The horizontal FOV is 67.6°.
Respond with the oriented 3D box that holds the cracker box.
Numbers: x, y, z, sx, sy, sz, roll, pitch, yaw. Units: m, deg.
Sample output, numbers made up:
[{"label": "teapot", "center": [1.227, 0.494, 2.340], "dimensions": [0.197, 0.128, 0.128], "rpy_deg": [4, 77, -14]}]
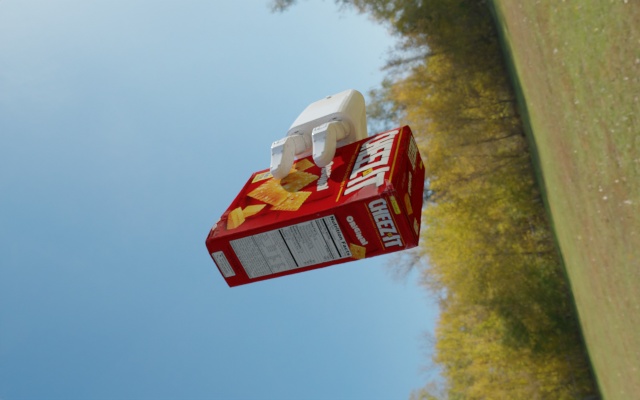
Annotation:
[{"label": "cracker box", "center": [0.000, 0.002, 0.529], "dimensions": [0.214, 0.072, 0.164], "rpy_deg": [-16, 25, 22]}]
